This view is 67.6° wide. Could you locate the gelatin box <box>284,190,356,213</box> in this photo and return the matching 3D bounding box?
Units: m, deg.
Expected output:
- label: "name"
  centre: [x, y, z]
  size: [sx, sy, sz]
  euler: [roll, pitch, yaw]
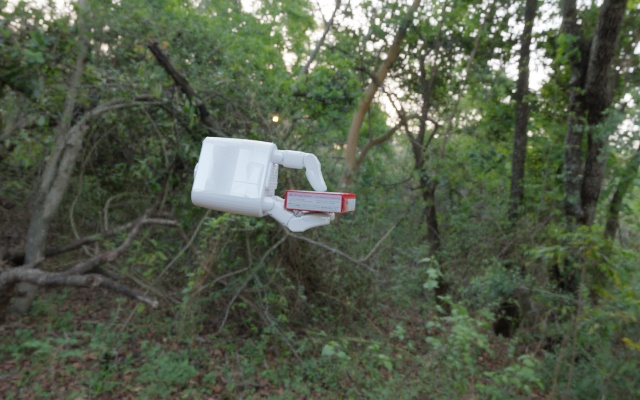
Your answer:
- label: "gelatin box"
  centre: [0.000, 0.002, 0.699]
  size: [0.089, 0.030, 0.073]
  euler: [3, 1, 17]
